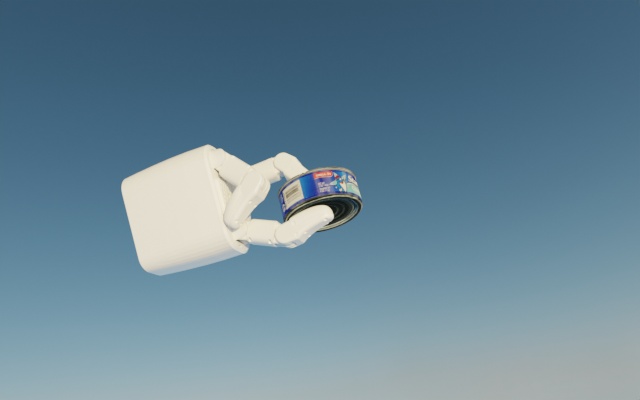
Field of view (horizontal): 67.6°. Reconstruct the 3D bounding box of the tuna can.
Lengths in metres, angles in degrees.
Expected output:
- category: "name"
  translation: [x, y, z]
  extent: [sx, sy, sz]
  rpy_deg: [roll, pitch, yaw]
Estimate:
- category: "tuna can"
  translation: [0.000, 0.002, 0.502]
  extent: [0.086, 0.033, 0.086]
  rpy_deg: [-12, -26, -6]
